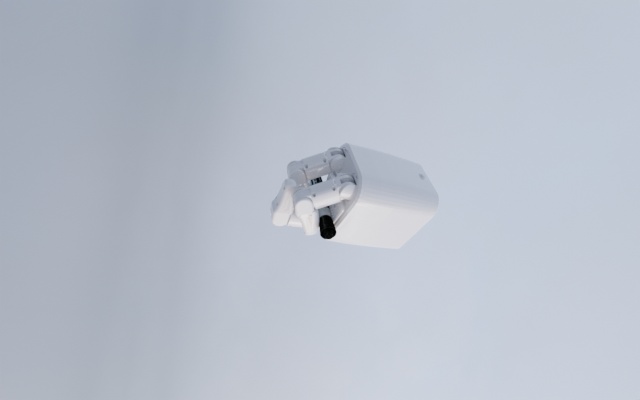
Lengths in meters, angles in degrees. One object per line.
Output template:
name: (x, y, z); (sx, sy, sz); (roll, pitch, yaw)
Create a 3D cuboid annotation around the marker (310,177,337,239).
marker: (0.000, 0.002, 0.571); (0.020, 0.020, 0.121); (0, 39, -12)
